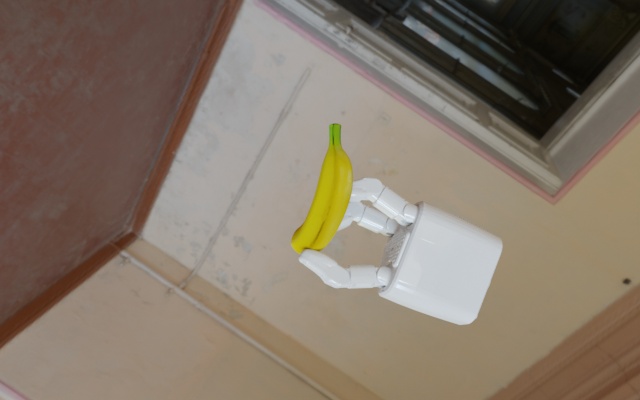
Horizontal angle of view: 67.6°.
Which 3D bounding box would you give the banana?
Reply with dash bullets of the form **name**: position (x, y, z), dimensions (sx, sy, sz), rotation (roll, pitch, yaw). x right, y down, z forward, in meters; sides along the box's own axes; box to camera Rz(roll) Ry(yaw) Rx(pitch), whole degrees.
- **banana**: position (0.001, 0.013, 0.518), dimensions (0.037, 0.069, 0.198), rotation (11, -43, -11)
